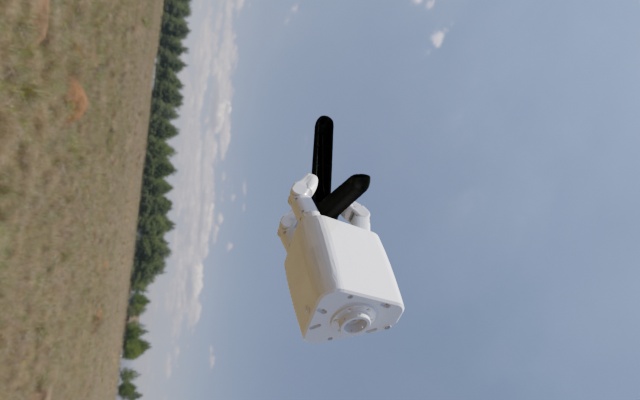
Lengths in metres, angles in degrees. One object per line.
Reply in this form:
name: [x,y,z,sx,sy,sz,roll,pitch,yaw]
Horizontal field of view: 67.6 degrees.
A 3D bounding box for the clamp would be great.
clamp: [0.001,0.003,0.637,0.036,0.210,0.164,5,39,-20]
